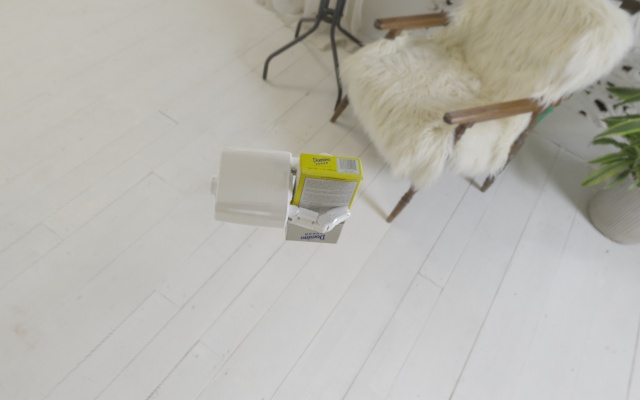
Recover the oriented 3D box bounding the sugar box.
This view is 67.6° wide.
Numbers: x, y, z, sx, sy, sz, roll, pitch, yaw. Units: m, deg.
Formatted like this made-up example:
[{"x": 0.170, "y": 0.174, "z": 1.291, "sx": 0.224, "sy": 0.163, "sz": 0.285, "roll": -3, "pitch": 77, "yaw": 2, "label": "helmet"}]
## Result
[{"x": 0.000, "y": 0.002, "z": 0.753, "sx": 0.093, "sy": 0.048, "sz": 0.176, "roll": 5, "pitch": -36, "yaw": -11, "label": "sugar box"}]
